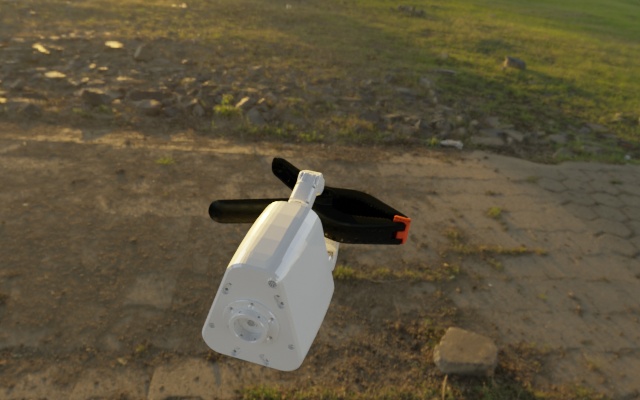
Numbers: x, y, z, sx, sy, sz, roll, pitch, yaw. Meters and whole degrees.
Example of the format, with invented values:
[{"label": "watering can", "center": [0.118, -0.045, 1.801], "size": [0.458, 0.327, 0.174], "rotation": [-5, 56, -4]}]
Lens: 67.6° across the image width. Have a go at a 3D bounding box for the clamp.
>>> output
[{"label": "clamp", "center": [0.001, 0.001, 0.554], "size": [0.210, 0.036, 0.164], "rotation": [13, 29, 9]}]
